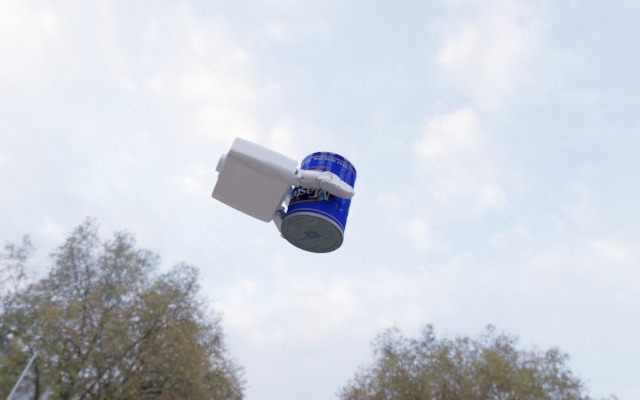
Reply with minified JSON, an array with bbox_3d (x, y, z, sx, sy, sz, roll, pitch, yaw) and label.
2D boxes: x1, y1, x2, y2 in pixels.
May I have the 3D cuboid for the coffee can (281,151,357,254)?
[{"bbox_3d":[0.000,0.003,0.800,0.103,0.140,0.103,9,-39,7],"label":"coffee can"}]
